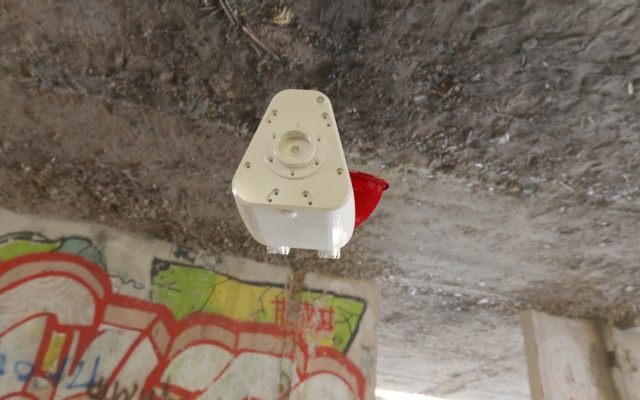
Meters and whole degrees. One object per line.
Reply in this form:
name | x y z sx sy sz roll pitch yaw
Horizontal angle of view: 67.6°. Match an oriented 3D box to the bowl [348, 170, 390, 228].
bowl | 0.000 0.003 0.575 0.162 0.055 0.162 5 -8 1
